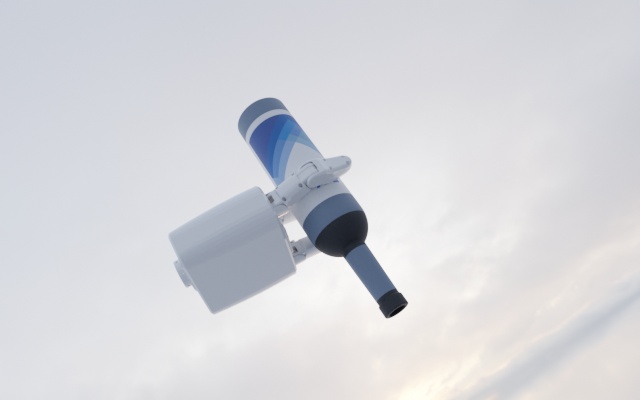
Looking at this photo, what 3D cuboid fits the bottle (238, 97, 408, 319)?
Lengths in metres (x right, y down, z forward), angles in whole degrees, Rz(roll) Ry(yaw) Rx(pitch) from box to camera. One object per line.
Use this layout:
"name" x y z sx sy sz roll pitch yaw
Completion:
"bottle" 0.000 0.002 0.533 0.069 0.295 0.069 -26 -30 -16
